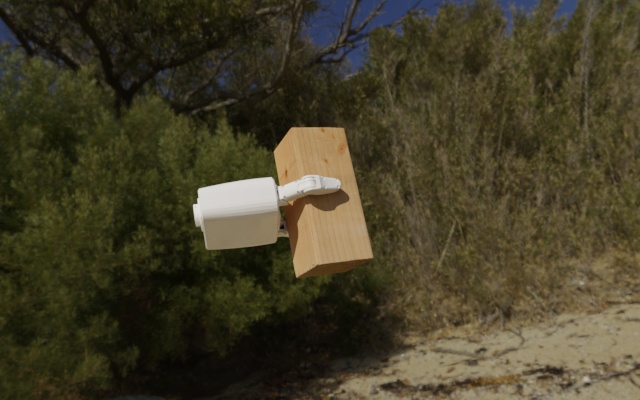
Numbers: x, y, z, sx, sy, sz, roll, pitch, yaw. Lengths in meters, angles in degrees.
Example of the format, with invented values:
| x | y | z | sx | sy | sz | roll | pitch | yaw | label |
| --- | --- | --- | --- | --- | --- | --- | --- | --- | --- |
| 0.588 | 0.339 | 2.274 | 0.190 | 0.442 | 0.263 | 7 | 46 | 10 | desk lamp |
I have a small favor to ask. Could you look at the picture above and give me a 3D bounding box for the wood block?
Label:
| x | y | z | sx | sy | sz | roll | pitch | yaw | label |
| --- | --- | --- | --- | --- | --- | --- | --- | --- | --- |
| 0.000 | 0.002 | 0.719 | 0.090 | 0.206 | 0.091 | -3 | -18 | -26 | wood block |
